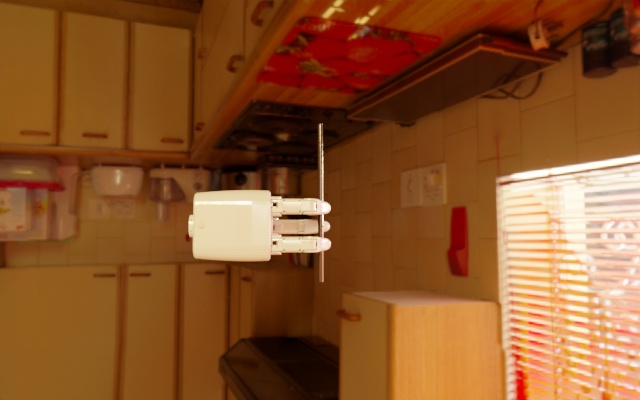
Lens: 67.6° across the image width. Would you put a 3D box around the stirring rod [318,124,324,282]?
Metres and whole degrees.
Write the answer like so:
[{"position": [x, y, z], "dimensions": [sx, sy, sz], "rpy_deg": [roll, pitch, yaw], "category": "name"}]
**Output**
[{"position": [0.000, 0.002, 0.728], "dimensions": [0.011, 0.239, 0.011], "rpy_deg": [0, -4, 0], "category": "stirring rod"}]
